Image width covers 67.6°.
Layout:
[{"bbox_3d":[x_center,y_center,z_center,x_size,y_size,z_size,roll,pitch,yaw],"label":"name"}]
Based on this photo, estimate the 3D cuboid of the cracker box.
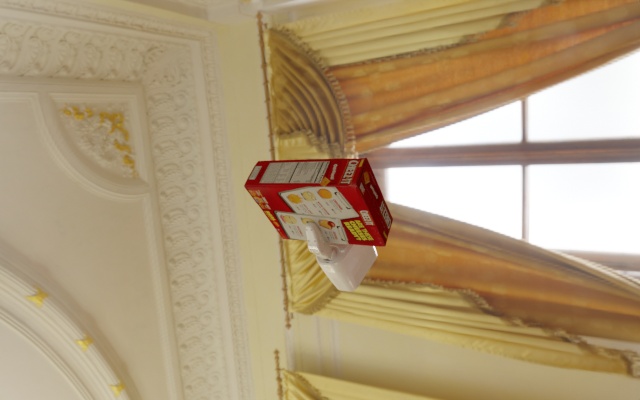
[{"bbox_3d":[0.000,0.003,0.834,0.213,0.072,0.164,1,-38,28],"label":"cracker box"}]
